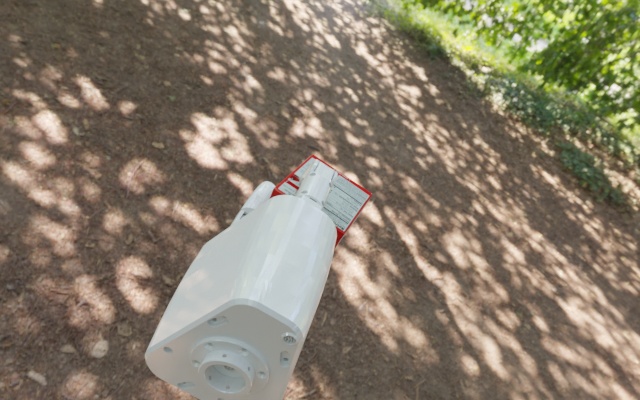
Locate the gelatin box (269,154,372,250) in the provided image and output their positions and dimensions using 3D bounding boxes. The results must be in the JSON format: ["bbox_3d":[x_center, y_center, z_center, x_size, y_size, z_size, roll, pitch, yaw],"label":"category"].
[{"bbox_3d":[0.000,0.001,0.445,0.073,0.030,0.089,33,34,5],"label":"gelatin box"}]
